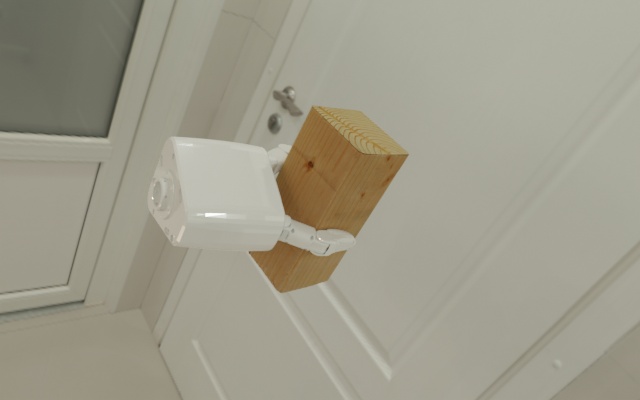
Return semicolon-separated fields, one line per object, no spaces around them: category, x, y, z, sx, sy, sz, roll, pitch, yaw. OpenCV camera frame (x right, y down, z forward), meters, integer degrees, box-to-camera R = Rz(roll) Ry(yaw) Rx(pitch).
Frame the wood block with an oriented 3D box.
wood block;0.000;0.002;0.571;0.090;0.206;0.090;-5;44;-47
